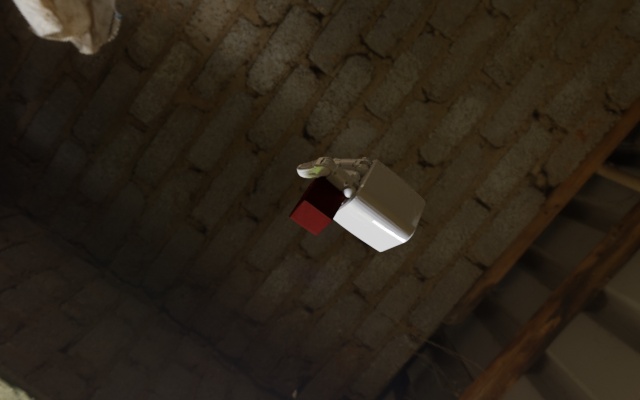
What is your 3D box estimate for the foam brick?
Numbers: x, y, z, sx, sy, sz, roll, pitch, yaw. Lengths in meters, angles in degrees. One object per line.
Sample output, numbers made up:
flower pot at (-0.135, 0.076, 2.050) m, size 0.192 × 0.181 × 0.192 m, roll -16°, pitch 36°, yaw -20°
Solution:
foam brick at (0.000, 0.002, 0.705) m, size 0.051 × 0.078 × 0.053 m, roll 38°, pitch -42°, yaw -6°
